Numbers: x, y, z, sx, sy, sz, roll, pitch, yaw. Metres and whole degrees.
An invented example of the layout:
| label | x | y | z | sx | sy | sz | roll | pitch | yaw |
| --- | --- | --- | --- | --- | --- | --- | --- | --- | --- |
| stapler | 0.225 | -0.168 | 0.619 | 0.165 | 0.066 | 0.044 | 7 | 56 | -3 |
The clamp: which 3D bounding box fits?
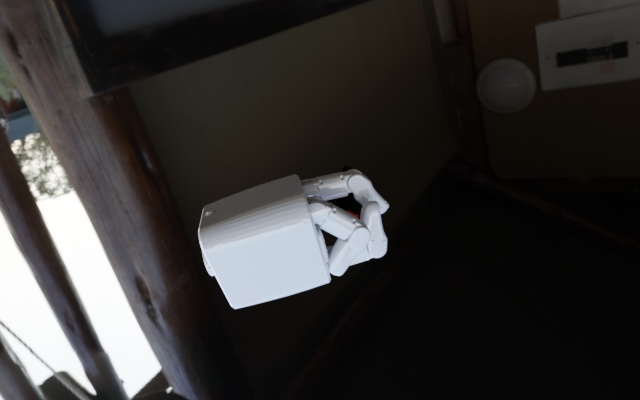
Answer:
| label | x | y | z | sx | sy | sz | roll | pitch | yaw |
| --- | --- | --- | --- | --- | --- | --- | --- | --- | --- |
| clamp | 0.000 | 0.002 | 0.574 | 0.120 | 0.039 | 0.171 | -17 | 21 | -3 |
